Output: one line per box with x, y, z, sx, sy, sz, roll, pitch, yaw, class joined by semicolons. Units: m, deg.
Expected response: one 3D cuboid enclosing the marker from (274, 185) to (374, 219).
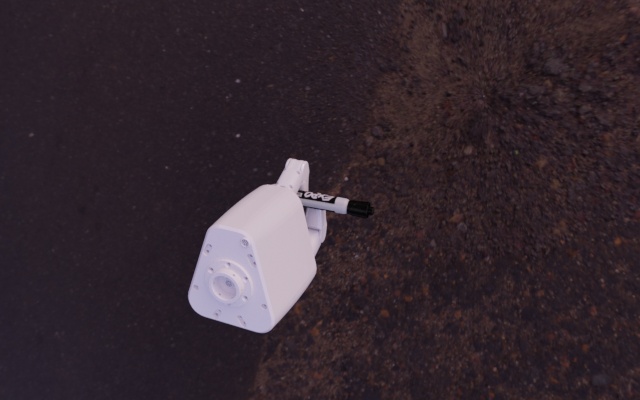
0.000;0.002;0.531;0.121;0.020;0.020;10;3;17;marker
